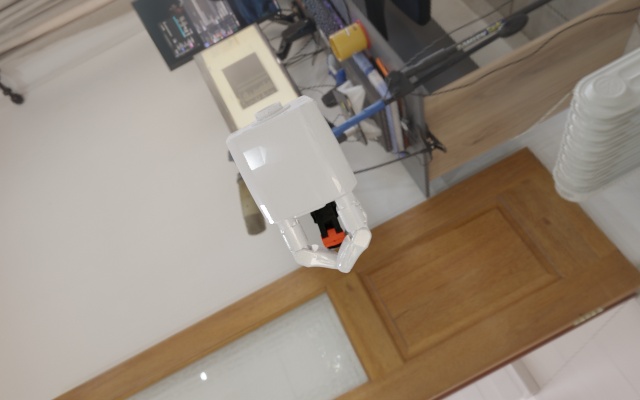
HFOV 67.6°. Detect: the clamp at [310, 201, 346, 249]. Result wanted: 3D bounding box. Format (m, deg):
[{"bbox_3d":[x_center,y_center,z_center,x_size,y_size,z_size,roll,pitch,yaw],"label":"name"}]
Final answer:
[{"bbox_3d":[0.000,0.002,0.622,0.039,0.120,0.171,-27,17,0],"label":"clamp"}]
